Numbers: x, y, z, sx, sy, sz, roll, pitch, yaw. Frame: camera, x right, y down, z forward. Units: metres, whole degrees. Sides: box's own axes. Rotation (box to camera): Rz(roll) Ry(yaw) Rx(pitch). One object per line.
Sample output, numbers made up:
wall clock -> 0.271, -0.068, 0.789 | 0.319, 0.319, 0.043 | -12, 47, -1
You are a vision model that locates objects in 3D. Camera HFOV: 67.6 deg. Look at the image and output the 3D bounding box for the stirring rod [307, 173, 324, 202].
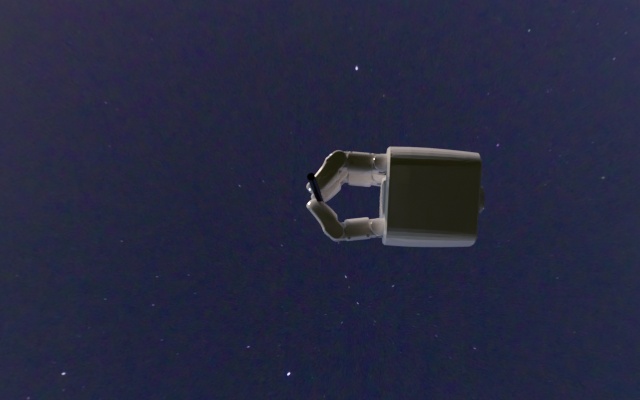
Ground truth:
stirring rod -> 0.000, 0.002, 0.593 | 0.011, 0.011, 0.239 | 0, -12, 5
